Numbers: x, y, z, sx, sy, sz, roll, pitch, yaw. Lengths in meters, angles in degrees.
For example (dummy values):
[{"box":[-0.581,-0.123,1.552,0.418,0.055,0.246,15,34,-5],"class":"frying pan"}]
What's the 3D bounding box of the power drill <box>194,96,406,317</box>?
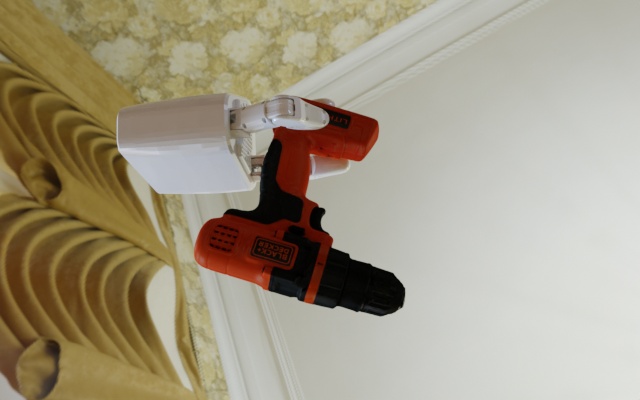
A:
[{"box":[0.000,0.001,0.440,0.184,0.187,0.057,17,-29,-1],"class":"power drill"}]
